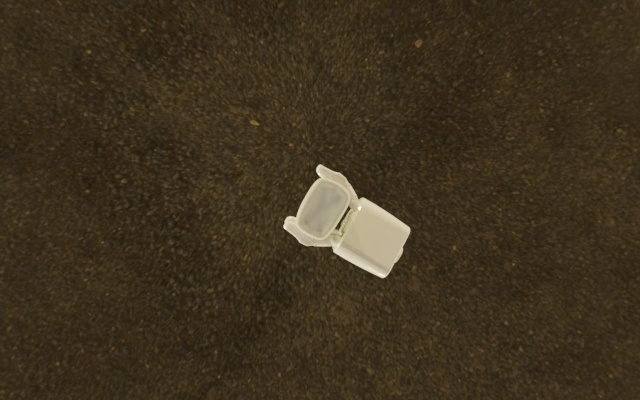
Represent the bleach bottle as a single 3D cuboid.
[{"bbox_3d":[0.000,0.003,0.892,0.068,0.102,0.251,30,5,-4],"label":"bleach bottle"}]
